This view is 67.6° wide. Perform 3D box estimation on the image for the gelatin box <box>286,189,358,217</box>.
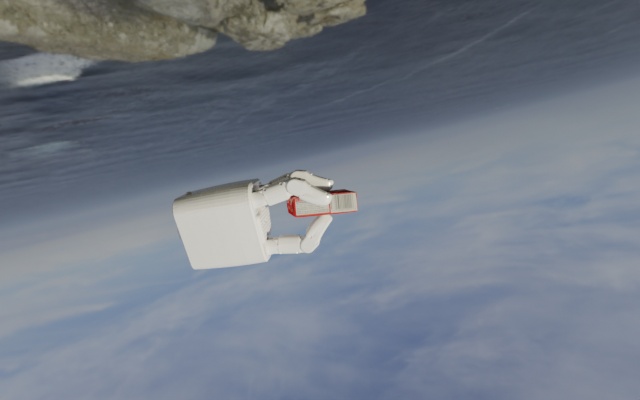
[{"bbox_3d":[0.000,0.003,0.662,0.089,0.030,0.073,-5,5,-9],"label":"gelatin box"}]
